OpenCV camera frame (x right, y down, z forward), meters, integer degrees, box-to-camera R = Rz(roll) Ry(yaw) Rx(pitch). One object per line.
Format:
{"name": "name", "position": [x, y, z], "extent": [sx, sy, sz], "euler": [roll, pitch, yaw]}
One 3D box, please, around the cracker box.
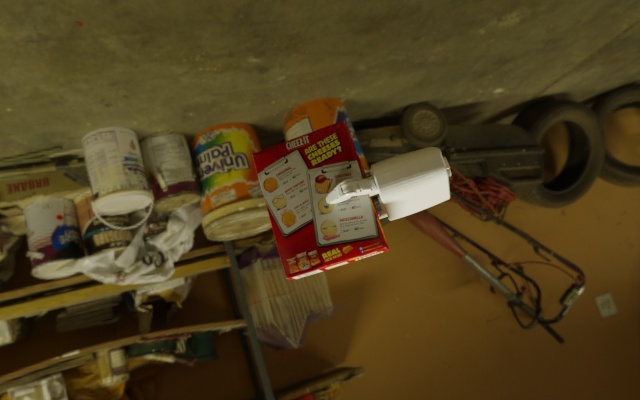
{"name": "cracker box", "position": [0.000, 0.003, 0.773], "extent": [0.164, 0.213, 0.072], "euler": [-19, -13, 8]}
